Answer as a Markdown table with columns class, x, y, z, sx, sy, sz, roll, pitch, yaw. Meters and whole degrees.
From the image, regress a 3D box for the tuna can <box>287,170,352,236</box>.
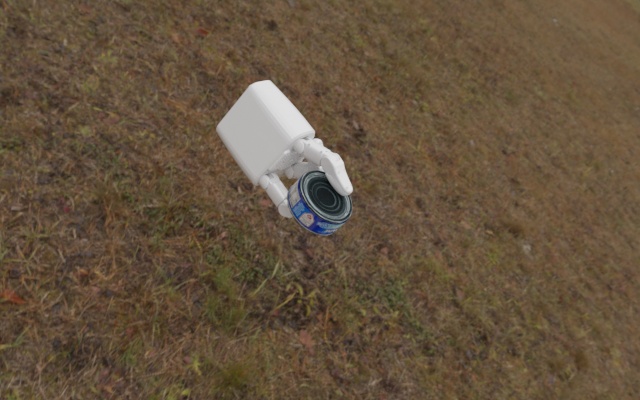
| class | x | y | z | sx | sy | sz | roll | pitch | yaw |
| --- | --- | --- | --- | --- | --- | --- | --- | --- | --- |
| tuna can | 0.000 | 0.002 | 0.637 | 0.086 | 0.086 | 0.034 | 0 | -33 | -41 |
